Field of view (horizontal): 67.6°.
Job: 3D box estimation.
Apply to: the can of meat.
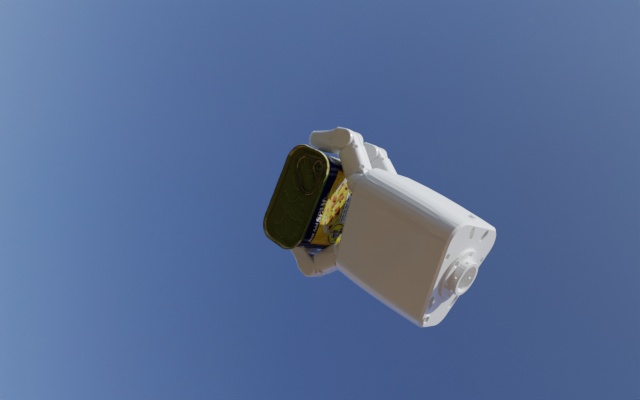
[{"bbox_3d":[0.000,0.002,0.498,0.057,0.102,0.084,29,11,40],"label":"can of meat"}]
